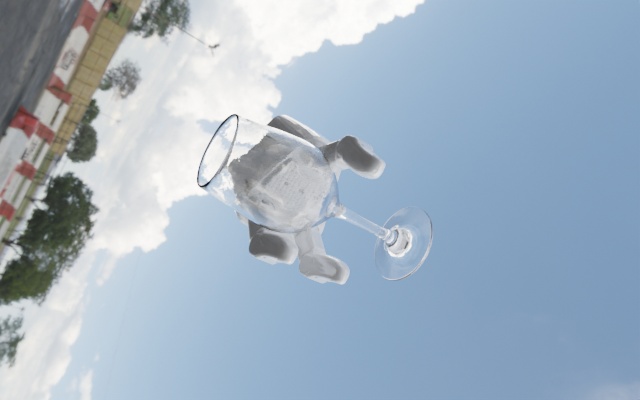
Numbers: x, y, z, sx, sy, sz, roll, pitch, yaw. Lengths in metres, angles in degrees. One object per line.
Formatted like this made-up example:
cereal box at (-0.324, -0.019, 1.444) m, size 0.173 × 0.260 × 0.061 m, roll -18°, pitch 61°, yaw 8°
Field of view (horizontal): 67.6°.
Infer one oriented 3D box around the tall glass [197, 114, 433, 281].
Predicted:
tall glass at (0.001, 0.002, 0.405) m, size 0.201 × 0.079 × 0.079 m, roll 27°, pitch -14°, yaw -29°
